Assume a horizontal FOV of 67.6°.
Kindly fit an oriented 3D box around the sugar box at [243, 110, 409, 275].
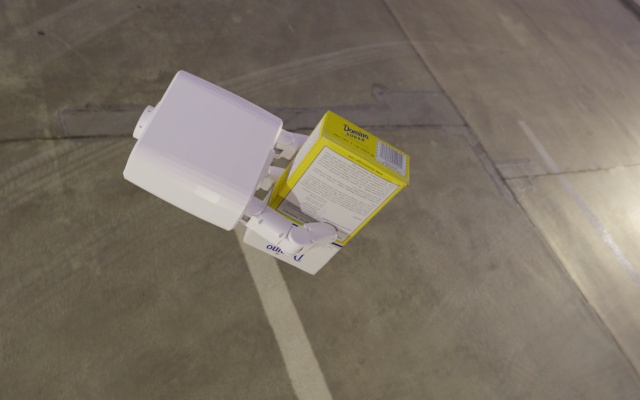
[{"bbox_3d":[0.000,0.001,0.480,0.093,0.048,0.176,28,-44,-15],"label":"sugar box"}]
